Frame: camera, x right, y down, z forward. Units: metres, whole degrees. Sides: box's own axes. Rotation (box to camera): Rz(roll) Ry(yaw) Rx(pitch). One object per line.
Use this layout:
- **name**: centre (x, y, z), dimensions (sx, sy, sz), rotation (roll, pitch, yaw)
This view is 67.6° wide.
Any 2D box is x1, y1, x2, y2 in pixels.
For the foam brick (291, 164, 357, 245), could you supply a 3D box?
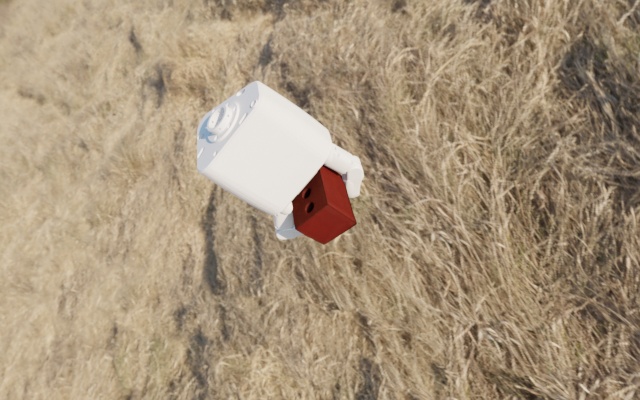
- **foam brick**: centre (0.000, 0.002, 0.560), dimensions (0.053, 0.078, 0.051), rotation (-37, -46, 24)
